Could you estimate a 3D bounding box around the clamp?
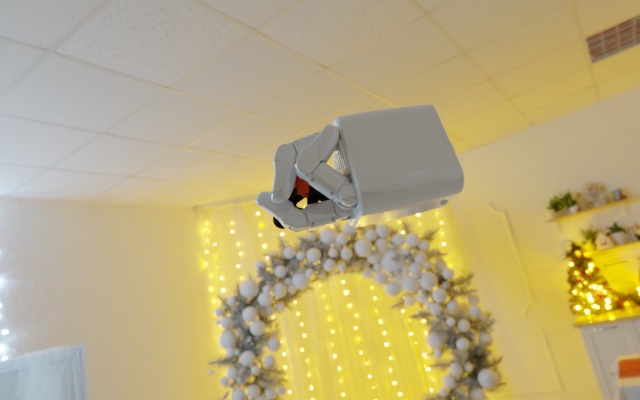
[{"bbox_3d":[0.000,0.001,0.571,0.120,0.039,0.171,-10,-13,-6],"label":"clamp"}]
